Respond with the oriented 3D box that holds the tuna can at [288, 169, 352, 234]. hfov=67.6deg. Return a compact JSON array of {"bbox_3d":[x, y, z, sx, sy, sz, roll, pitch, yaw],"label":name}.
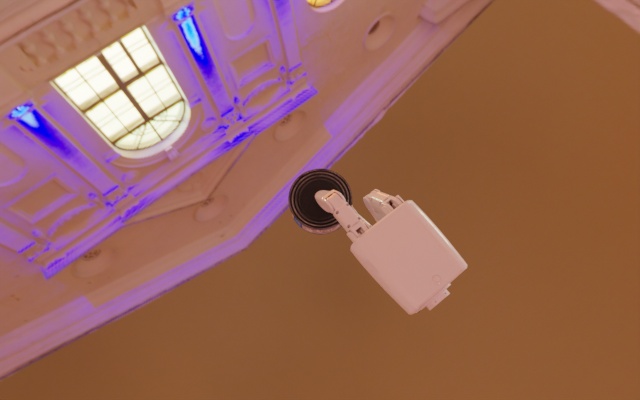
[{"bbox_3d":[0.000,0.002,0.651,0.086,0.086,0.034,0,-18,1],"label":"tuna can"}]
